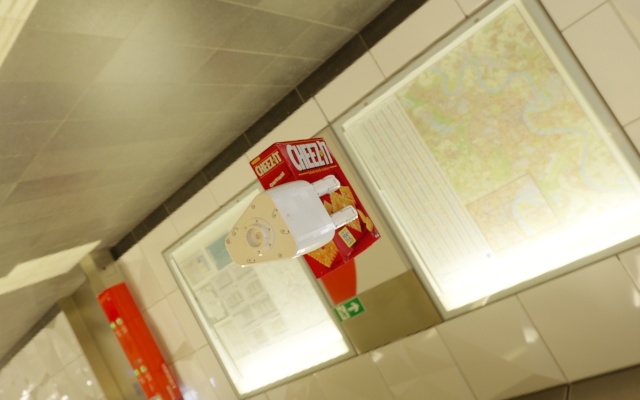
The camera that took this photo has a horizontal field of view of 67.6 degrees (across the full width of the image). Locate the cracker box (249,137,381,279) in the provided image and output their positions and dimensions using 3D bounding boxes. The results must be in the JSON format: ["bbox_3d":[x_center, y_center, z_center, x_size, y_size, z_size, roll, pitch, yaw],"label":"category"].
[{"bbox_3d":[0.000,0.003,0.793,0.072,0.213,0.164,-33,-6,28],"label":"cracker box"}]
